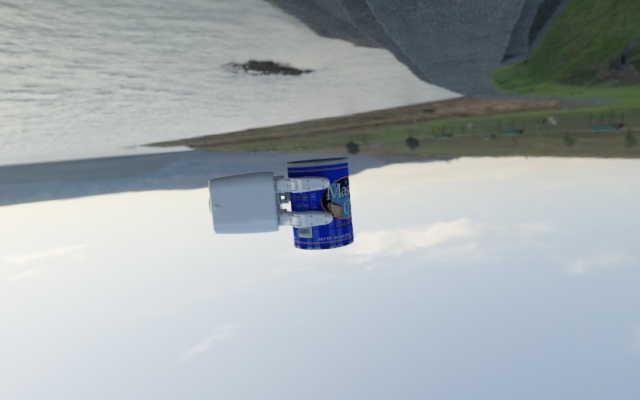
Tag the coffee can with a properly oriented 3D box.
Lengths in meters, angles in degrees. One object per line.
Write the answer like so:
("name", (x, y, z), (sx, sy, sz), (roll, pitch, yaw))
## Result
("coffee can", (0.000, 0.002, 0.794), (0.103, 0.140, 0.103), (-5, 7, 1))
